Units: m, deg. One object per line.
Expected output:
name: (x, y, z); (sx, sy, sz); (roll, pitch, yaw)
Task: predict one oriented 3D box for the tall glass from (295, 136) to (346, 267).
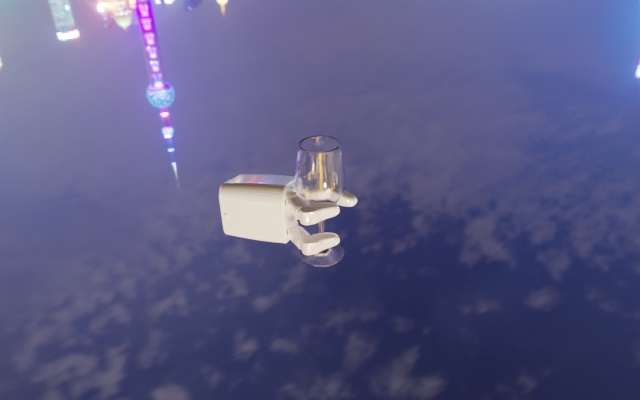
tall glass: (0.000, 0.003, 0.750); (0.079, 0.201, 0.079); (-1, 31, 0)
